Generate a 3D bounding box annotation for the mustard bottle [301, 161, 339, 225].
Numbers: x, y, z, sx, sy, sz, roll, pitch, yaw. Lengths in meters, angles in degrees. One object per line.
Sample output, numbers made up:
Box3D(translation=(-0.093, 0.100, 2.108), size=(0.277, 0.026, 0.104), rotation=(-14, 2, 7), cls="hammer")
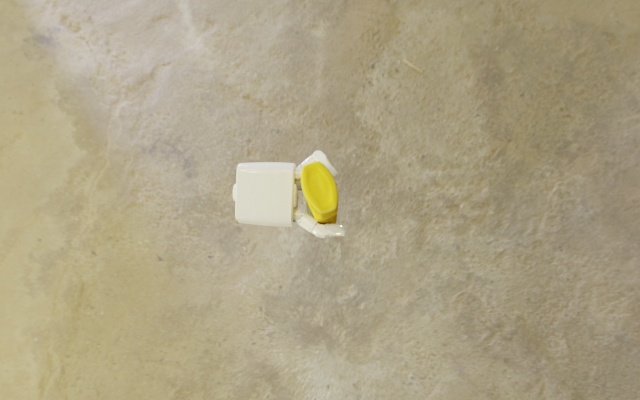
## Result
Box3D(translation=(0.000, 0.003, 0.893), size=(0.058, 0.096, 0.192), rotation=(-21, -16, -5), cls="mustard bottle")
